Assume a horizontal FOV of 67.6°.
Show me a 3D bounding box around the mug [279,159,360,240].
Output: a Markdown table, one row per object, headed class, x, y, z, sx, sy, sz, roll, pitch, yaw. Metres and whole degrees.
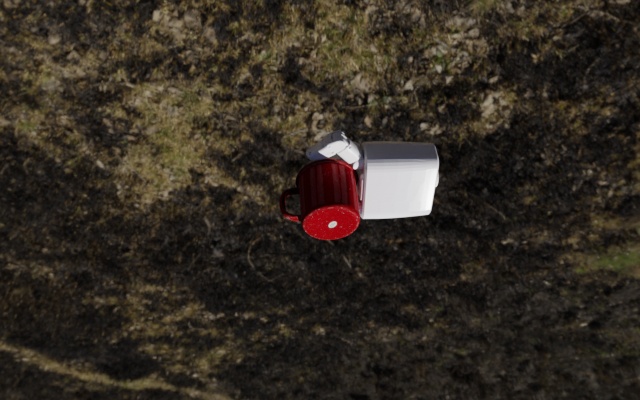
| class | x | y | z | sx | sy | sz | roll | pitch | yaw |
| --- | --- | --- | --- | --- | --- | --- | --- | --- | --- |
| mug | -0.001 | 0.002 | 0.676 | 0.117 | 0.081 | 0.093 | -3 | -38 | -2 |
